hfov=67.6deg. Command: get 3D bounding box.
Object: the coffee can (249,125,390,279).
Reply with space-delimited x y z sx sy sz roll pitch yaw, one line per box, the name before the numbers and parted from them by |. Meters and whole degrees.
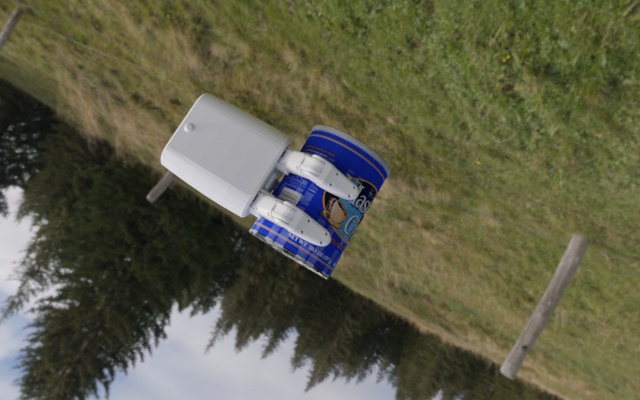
coffee can | 0.000 0.002 0.537 0.103 0.140 0.103 30 -9 5
